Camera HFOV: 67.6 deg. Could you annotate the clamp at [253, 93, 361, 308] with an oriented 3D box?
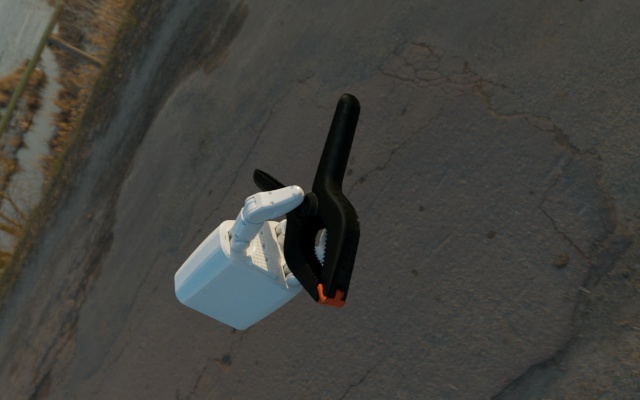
[{"bbox_3d":[-0.001,0.002,0.481,0.036,0.209,0.165,20,-50,-39],"label":"clamp"}]
